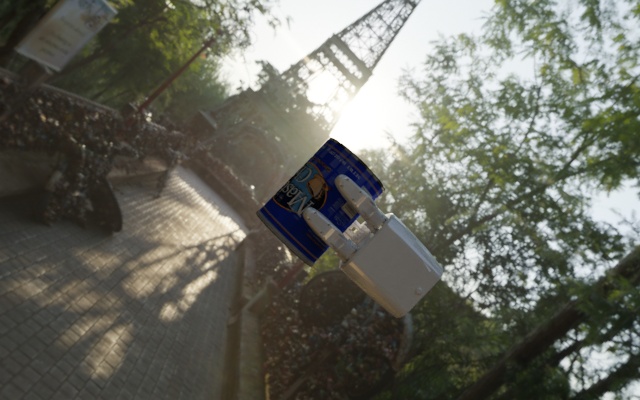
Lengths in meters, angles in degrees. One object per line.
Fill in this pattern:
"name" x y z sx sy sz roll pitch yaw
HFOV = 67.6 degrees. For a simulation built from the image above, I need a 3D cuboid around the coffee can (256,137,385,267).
"coffee can" 0.000 0.002 0.632 0.103 0.140 0.103 44 -2 2
